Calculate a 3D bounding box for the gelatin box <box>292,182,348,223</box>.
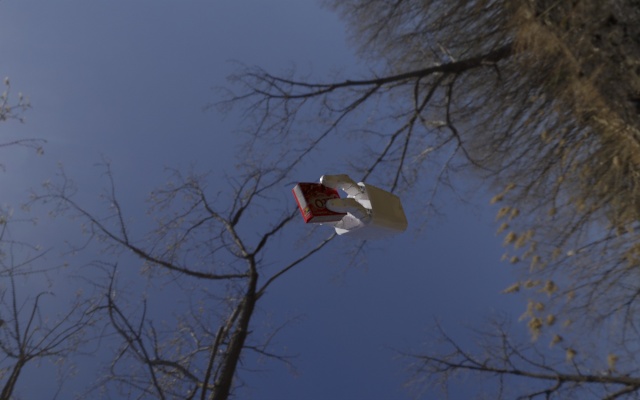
[{"bbox_3d":[0.000,0.003,0.888,0.089,0.073,0.030,-2,-31,-41],"label":"gelatin box"}]
